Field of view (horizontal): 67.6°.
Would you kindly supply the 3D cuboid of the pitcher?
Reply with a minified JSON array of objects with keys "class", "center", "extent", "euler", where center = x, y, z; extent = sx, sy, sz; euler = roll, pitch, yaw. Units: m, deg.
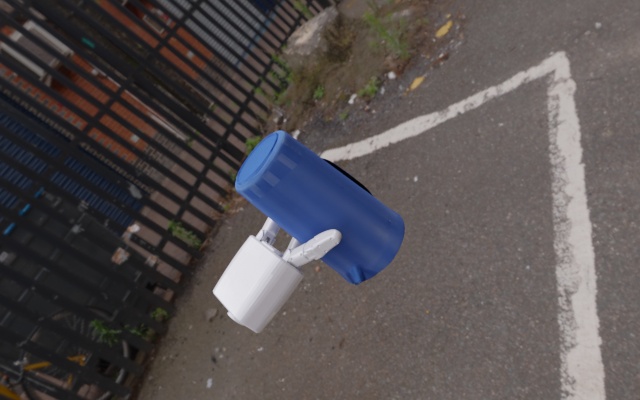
[{"class":"pitcher","center":[0.000,0.003,0.716],"extent":[0.243,0.145,0.149],"euler":[38,-5,-23]}]
